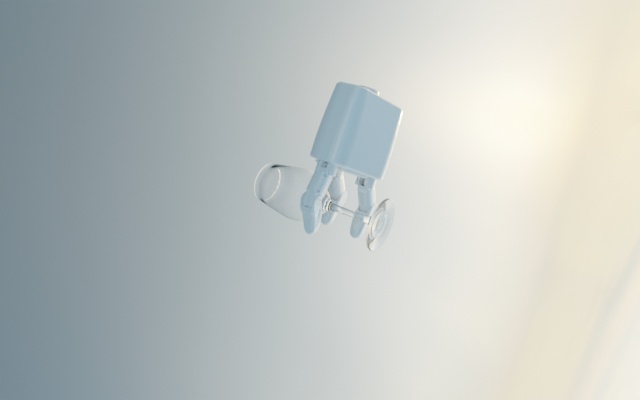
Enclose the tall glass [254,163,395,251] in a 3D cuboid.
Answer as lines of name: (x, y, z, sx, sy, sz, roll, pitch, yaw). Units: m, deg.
tall glass: (0.001, 0.003, 0.683, 0.201, 0.079, 0.079, 20, 10, 29)
